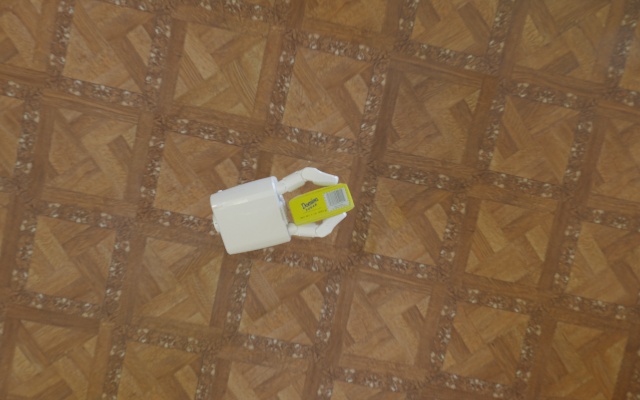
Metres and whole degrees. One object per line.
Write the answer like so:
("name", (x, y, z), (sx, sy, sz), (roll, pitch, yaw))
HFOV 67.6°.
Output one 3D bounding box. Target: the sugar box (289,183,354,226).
("sugar box", (0.000, 0.002, 0.790), (0.093, 0.048, 0.176), (-17, 5, 0))
